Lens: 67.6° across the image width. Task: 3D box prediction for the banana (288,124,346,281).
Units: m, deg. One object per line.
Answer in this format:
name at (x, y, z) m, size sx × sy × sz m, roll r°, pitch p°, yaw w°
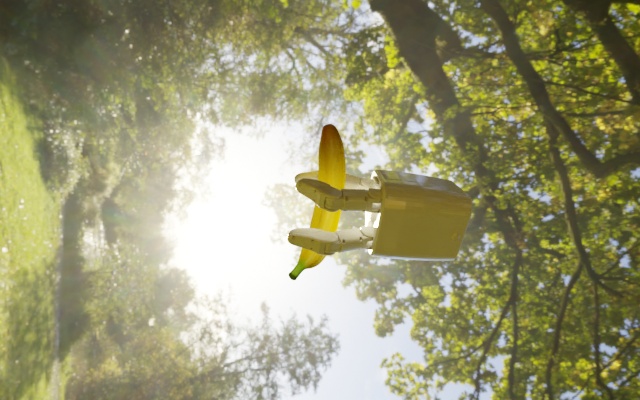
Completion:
banana at (0.005, 0.004, 0.603) m, size 0.037 × 0.198 × 0.069 m, roll 15°, pitch 10°, yaw 17°
